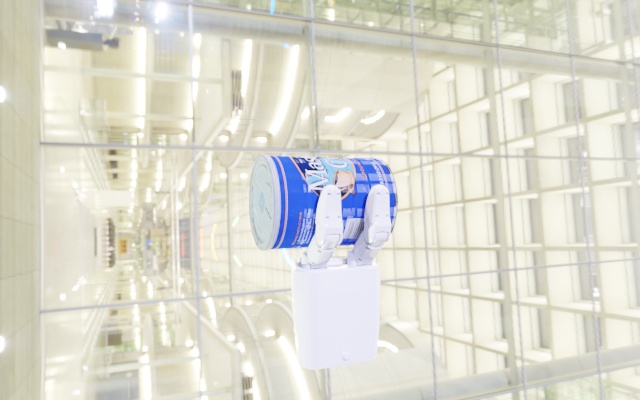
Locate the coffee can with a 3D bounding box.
[{"bbox_3d":[0.000,0.002,0.535,0.140,0.103,0.103,-1,0,-22],"label":"coffee can"}]
